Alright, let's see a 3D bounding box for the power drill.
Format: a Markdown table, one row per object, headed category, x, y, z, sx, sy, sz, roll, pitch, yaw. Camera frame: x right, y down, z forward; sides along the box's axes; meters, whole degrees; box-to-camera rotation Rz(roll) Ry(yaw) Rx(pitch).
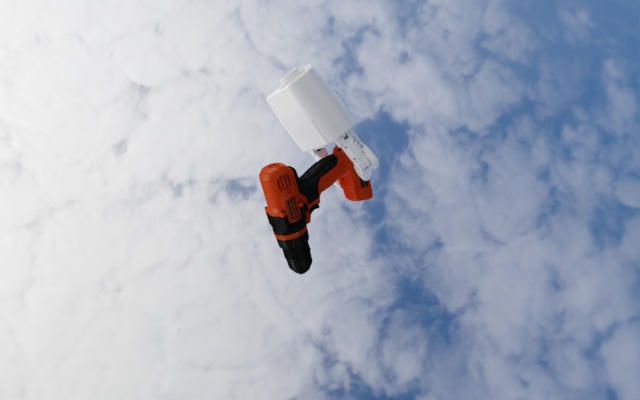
| category | x | y | z | sx | sy | sz | roll | pitch | yaw |
| --- | --- | --- | --- | --- | --- | --- | --- | --- | --- |
| power drill | 0.000 | 0.002 | 0.758 | 0.187 | 0.184 | 0.057 | -32 | 30 | -34 |
